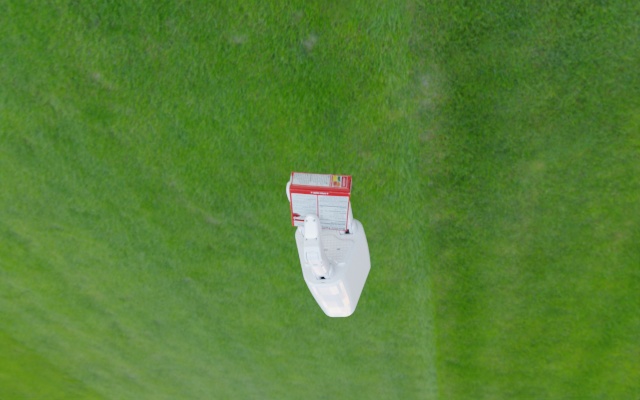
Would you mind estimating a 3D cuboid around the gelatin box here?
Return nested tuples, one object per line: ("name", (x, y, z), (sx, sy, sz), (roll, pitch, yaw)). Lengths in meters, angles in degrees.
("gelatin box", (0.000, 0.002, 0.599), (0.073, 0.030, 0.089), (4, -34, 3))
